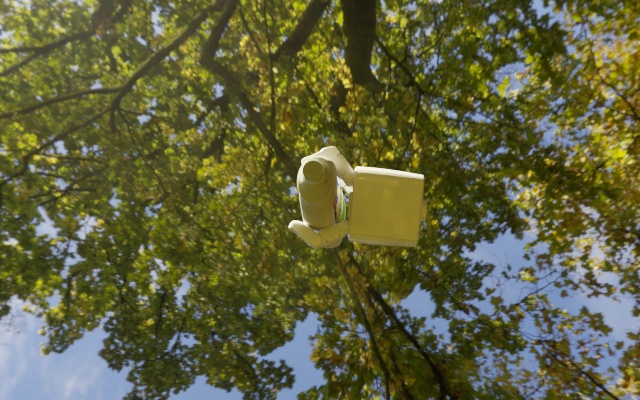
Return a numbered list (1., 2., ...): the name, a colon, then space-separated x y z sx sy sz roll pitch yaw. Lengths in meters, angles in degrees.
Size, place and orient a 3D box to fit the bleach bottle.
1. bleach bottle: 0.000 0.002 0.746 0.068 0.102 0.251 6 -15 7
